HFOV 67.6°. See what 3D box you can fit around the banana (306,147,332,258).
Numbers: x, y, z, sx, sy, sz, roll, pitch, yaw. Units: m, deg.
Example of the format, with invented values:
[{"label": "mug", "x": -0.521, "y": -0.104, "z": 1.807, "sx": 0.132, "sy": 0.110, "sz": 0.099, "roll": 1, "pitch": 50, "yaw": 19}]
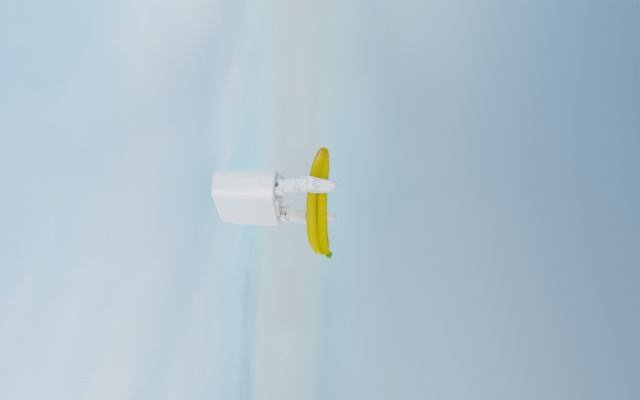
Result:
[{"label": "banana", "x": -0.003, "y": 0.008, "z": 0.817, "sx": 0.037, "sy": 0.198, "sz": 0.069, "roll": 1, "pitch": 8, "yaw": 10}]
